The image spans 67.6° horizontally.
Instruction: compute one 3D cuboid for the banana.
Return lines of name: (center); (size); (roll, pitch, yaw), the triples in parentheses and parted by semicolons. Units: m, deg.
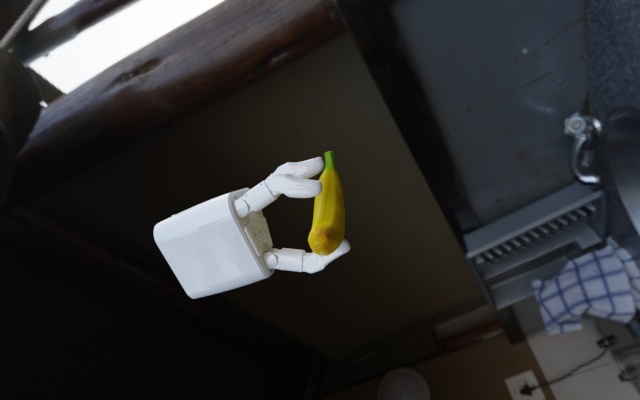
banana: (0.006, 0.015, 0.555); (0.037, 0.070, 0.197); (-15, 29, 10)
